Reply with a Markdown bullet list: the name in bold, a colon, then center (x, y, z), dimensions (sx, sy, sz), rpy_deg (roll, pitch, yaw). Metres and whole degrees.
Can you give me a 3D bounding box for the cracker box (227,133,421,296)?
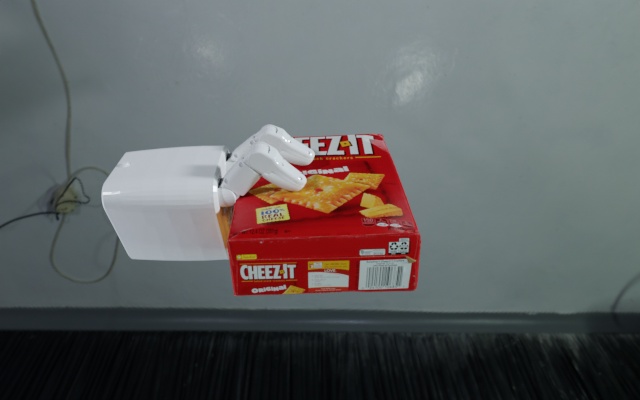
- **cracker box**: center (0.000, 0.002, 0.494), dimensions (0.164, 0.072, 0.213), rpy_deg (-2, 31, -2)
